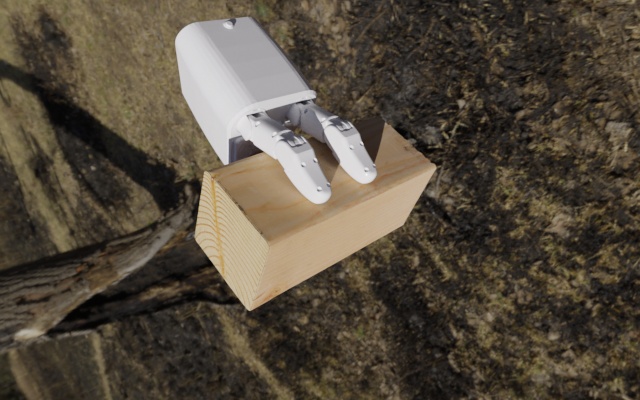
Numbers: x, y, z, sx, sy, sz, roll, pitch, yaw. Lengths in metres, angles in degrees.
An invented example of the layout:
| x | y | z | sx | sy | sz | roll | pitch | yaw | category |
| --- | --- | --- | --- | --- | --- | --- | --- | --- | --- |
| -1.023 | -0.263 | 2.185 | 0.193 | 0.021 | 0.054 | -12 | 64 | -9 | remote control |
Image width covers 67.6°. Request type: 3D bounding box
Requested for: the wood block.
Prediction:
| x | y | z | sx | sy | sz | roll | pitch | yaw | category |
| --- | --- | --- | --- | --- | --- | --- | --- | --- | --- |
| 0.000 | 0.001 | 0.446 | 0.206 | 0.091 | 0.090 | -24 | 59 | -37 | wood block |
